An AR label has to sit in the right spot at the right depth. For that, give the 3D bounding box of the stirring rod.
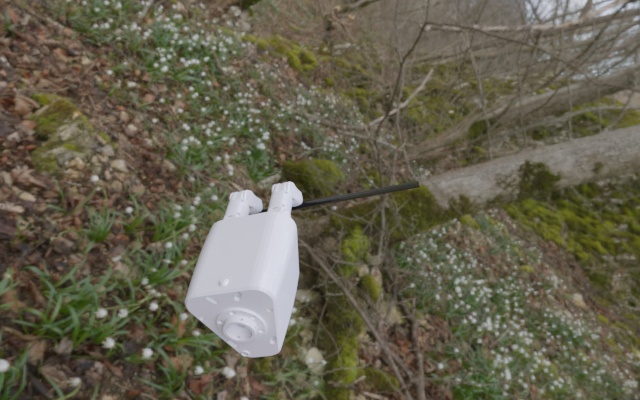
[{"bbox_3d":[0.000,0.002,0.586,0.239,0.011,0.011,-10,-3,15],"label":"stirring rod"}]
